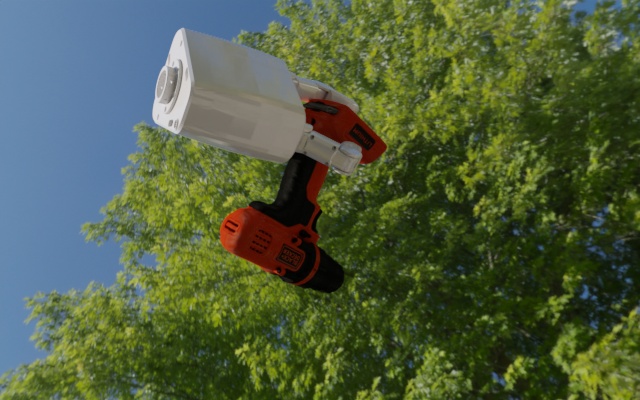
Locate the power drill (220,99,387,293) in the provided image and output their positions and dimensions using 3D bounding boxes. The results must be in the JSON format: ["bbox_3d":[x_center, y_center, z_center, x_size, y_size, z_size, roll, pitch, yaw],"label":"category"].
[{"bbox_3d":[0.000,0.001,0.517,0.057,0.187,0.184,20,-10,41],"label":"power drill"}]
